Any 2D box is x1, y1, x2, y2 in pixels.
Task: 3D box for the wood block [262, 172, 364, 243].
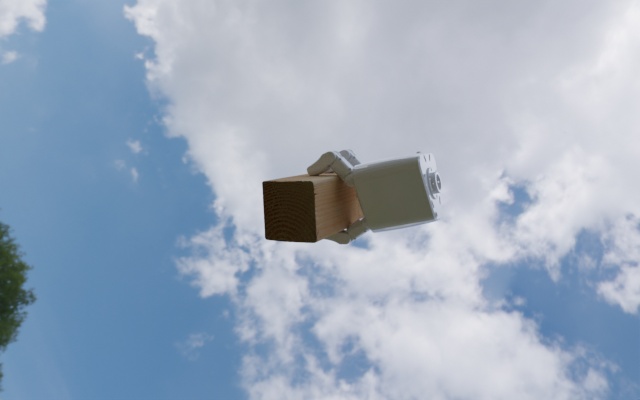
[{"bbox_3d":[0.001,0.003,0.776,0.090,0.091,0.206,1,8,27],"label":"wood block"}]
